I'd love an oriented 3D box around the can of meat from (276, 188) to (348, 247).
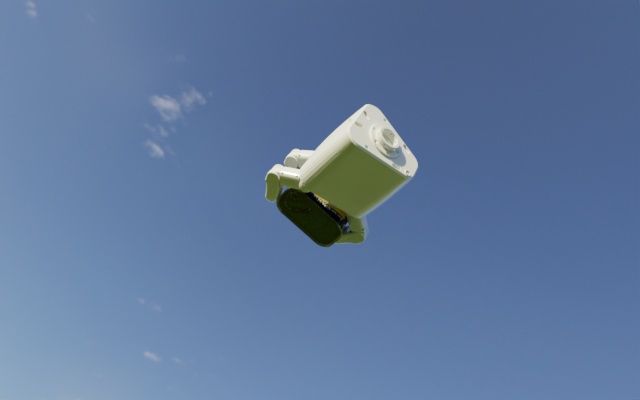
[{"bbox_3d":[0.000,0.002,0.696,0.057,0.102,0.084,-43,8,44],"label":"can of meat"}]
